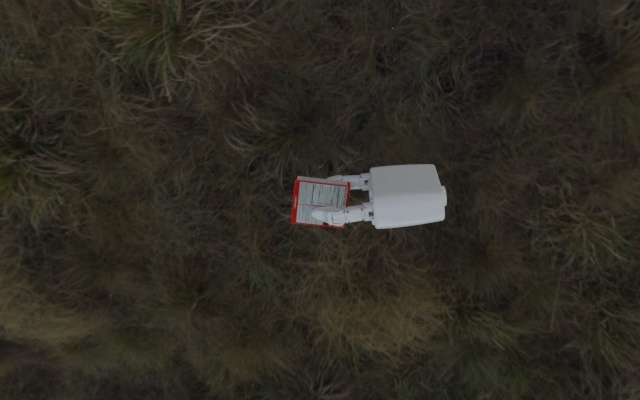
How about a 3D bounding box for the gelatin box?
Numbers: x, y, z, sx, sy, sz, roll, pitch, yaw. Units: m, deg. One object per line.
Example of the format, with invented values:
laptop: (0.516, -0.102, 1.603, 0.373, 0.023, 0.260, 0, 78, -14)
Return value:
gelatin box: (0.000, 0.003, 0.767, 0.089, 0.073, 0.030, 6, 19, -2)
